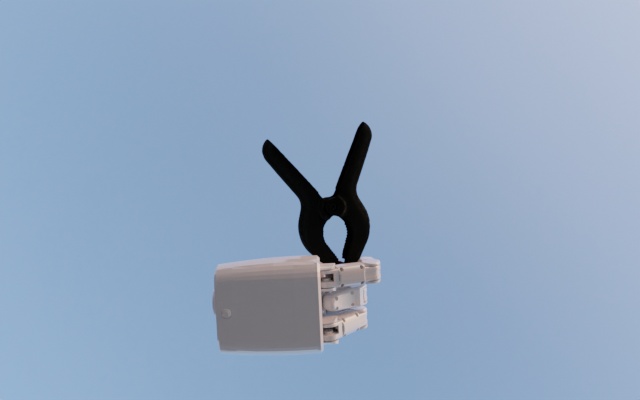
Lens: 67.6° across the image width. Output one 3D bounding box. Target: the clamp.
[{"bbox_3d":[0.000,0.002,0.520,0.120,0.171,0.039,-3,0,-3],"label":"clamp"}]
